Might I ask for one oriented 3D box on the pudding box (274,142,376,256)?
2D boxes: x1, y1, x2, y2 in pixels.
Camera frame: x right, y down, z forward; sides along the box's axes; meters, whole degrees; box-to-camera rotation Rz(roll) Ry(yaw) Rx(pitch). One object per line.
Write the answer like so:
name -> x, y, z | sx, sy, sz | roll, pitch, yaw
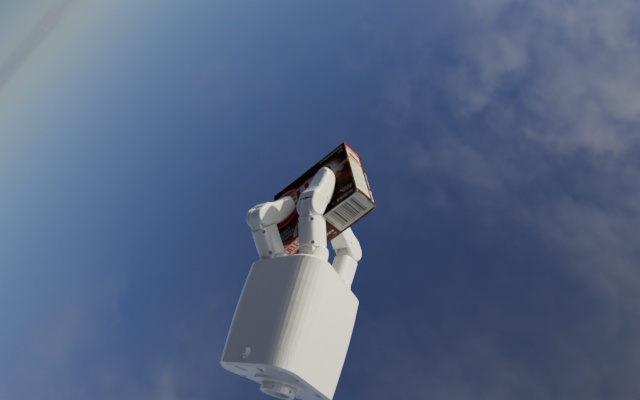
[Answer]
pudding box -> 0.000, 0.002, 0.523 | 0.113, 0.090, 0.039 | -35, -54, 19
